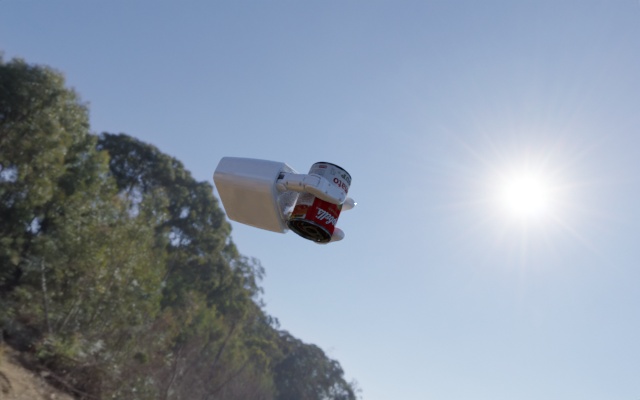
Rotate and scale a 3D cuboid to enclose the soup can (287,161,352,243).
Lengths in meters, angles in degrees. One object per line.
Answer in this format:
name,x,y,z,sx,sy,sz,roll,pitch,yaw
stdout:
soup can,0.001,0.002,0.706,0.068,0.102,0.068,17,-25,8
